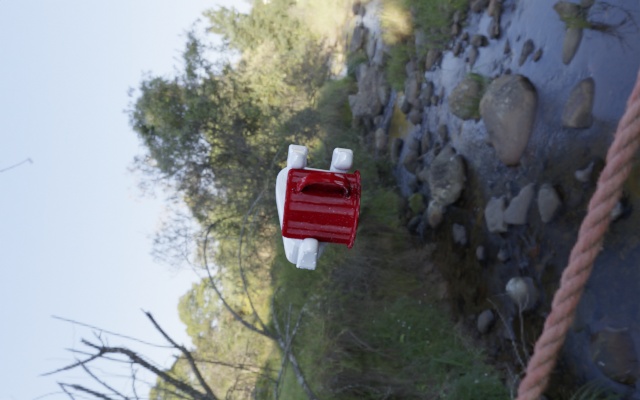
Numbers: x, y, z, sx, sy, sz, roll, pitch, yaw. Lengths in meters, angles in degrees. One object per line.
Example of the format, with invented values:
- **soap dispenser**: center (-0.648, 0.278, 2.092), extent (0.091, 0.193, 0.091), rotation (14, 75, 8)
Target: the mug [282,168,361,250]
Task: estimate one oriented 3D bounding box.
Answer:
- **mug**: center (0.000, 0.001, 0.540), extent (0.081, 0.093, 0.117), rotation (6, -24, -4)
